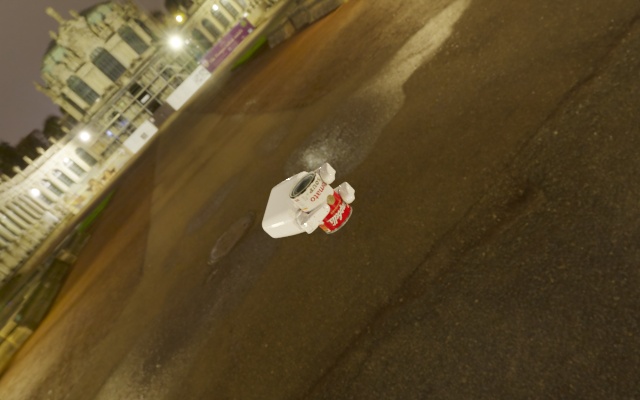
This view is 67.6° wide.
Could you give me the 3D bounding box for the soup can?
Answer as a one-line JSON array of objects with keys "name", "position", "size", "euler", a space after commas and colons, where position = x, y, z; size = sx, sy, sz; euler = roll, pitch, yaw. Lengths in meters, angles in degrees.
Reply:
[{"name": "soup can", "position": [0.000, 0.003, 0.884], "size": [0.102, 0.068, 0.068], "euler": [44, -19, -20]}]
